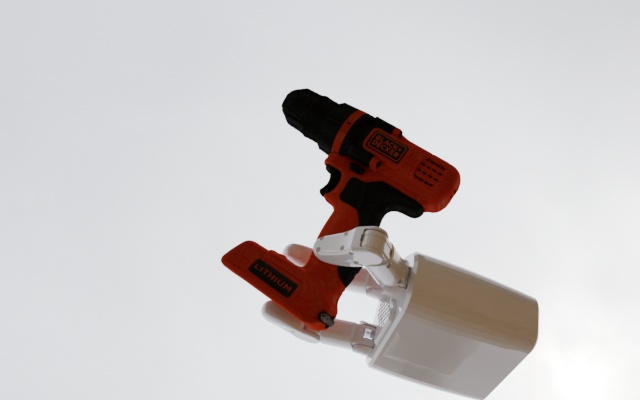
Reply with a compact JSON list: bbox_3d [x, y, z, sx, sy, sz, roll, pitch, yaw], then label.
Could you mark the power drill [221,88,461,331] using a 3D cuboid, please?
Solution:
[{"bbox_3d":[0.000,0.002,0.419,0.184,0.187,0.057,32,-11,21],"label":"power drill"}]
